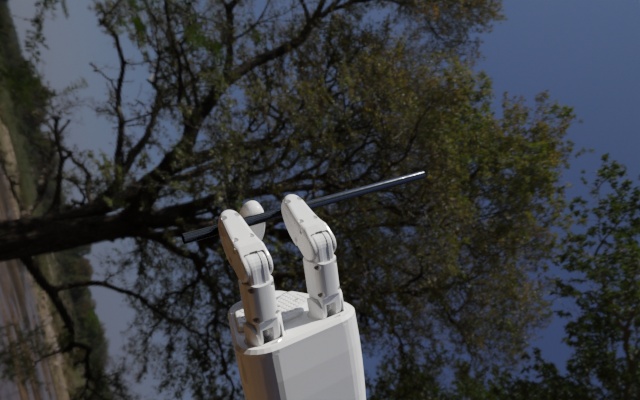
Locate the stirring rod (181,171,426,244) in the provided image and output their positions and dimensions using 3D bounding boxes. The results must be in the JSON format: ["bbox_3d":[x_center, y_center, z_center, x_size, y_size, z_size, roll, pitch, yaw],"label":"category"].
[{"bbox_3d":[0.000,0.001,0.410,0.239,0.011,0.011,-15,8,-30],"label":"stirring rod"}]
